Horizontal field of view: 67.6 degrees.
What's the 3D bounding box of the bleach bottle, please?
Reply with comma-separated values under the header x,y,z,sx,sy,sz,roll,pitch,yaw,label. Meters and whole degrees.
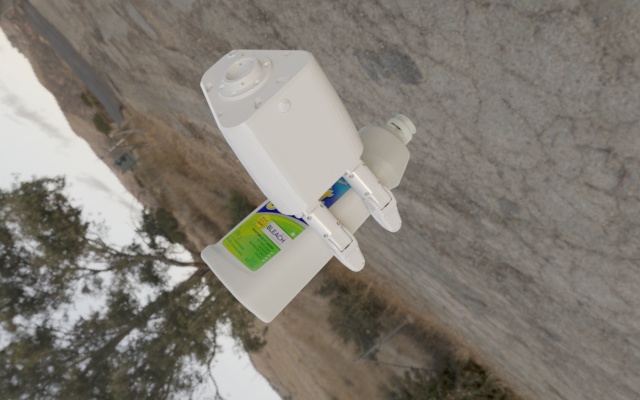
x,y,z,sx,sy,sz,roll,pitch,yaw,label
0.000,0.002,0.496,0.102,0.251,0.068,35,-14,44,bleach bottle
